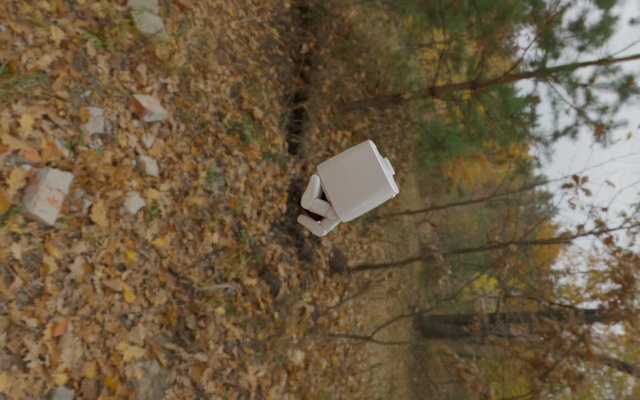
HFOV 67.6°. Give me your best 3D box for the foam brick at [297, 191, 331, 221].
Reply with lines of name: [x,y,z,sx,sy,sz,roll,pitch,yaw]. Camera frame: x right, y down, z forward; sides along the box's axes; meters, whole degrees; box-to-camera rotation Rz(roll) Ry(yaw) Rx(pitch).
foam brick: [0.000,0.003,0.900,0.053,0.051,0.078,42,9,10]
